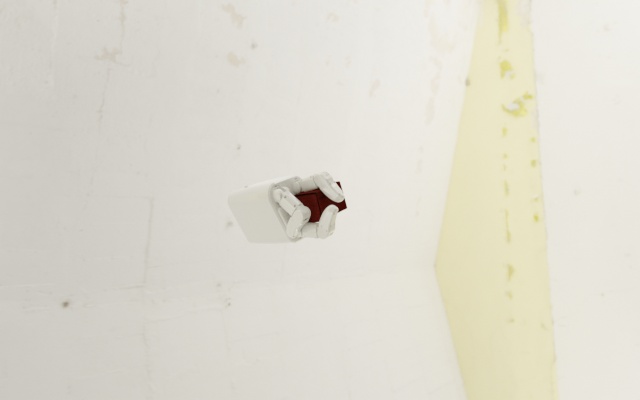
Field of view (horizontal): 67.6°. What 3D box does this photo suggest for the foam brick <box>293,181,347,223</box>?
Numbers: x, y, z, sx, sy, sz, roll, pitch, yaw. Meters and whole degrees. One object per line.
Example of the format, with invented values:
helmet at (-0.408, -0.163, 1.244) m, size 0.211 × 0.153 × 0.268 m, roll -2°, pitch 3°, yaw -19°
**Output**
foam brick at (0.000, 0.003, 0.821) m, size 0.051 × 0.053 × 0.078 m, roll -8°, pitch 10°, yaw 37°
